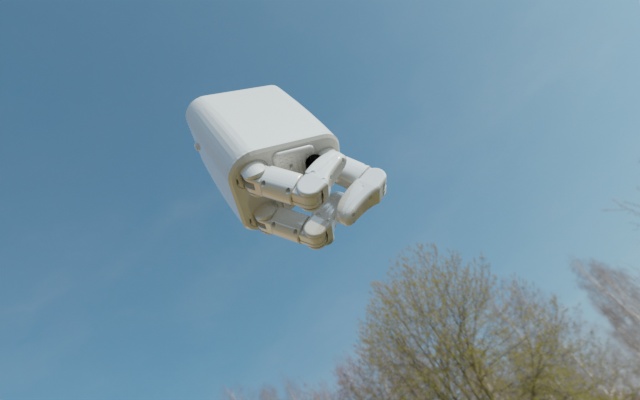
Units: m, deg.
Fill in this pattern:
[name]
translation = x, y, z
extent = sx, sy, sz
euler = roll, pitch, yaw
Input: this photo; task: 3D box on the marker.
[marker]
translation = 0.000, 0.002, 0.457
extent = 0.020, 0.020, 0.121
euler = 0, -40, 6
